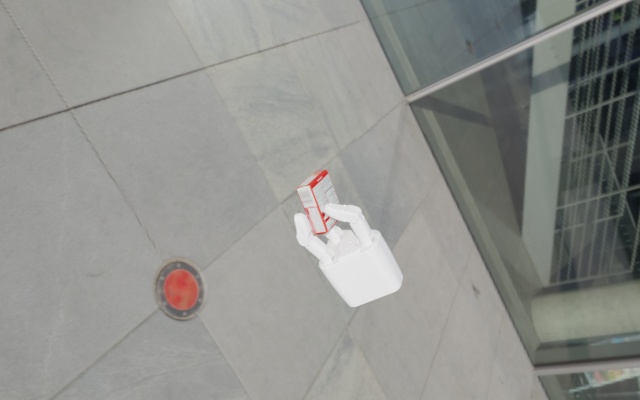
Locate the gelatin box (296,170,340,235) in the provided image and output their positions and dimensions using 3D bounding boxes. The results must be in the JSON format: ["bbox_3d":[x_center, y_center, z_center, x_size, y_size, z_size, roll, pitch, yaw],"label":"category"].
[{"bbox_3d":[0.000,0.002,0.804,0.030,0.089,0.073,-11,19,30],"label":"gelatin box"}]
